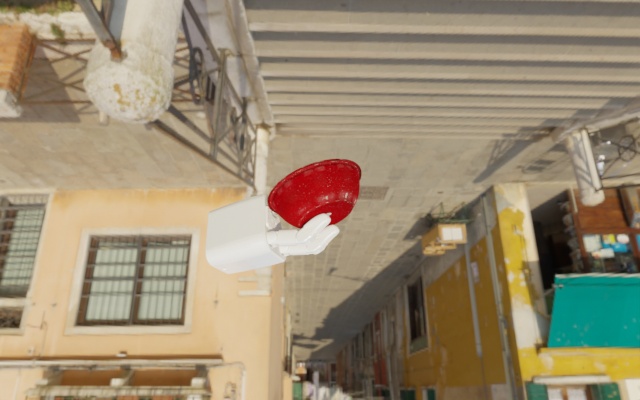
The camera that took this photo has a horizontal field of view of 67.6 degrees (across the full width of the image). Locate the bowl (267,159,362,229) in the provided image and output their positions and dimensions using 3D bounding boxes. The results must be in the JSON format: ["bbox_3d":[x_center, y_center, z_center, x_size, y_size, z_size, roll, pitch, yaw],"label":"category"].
[{"bbox_3d":[0.001,0.002,0.761,0.162,0.055,0.162,-18,-26,-9],"label":"bowl"}]
